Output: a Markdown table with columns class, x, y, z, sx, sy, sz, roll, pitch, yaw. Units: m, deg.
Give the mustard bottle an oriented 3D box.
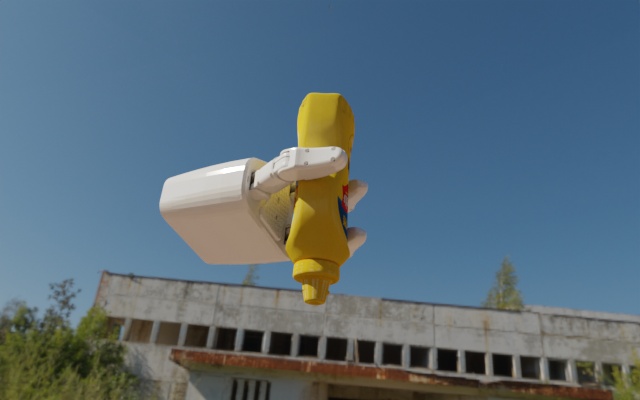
| class | x | y | z | sx | sy | sz | roll | pitch | yaw |
| --- | --- | --- | --- | --- | --- | --- | --- | --- | --- |
| mustard bottle | 0.000 | 0.001 | 0.448 | 0.058 | 0.191 | 0.096 | 3 | -26 | 3 |
